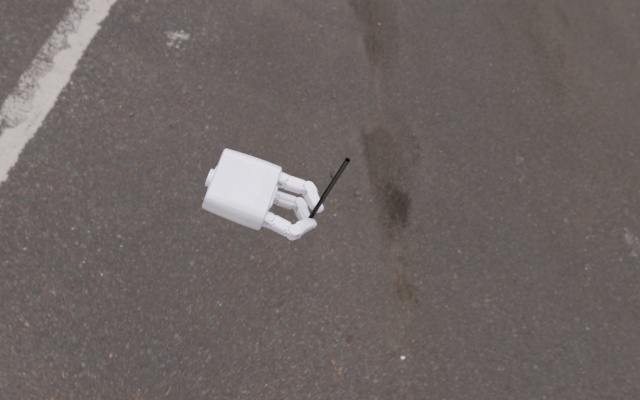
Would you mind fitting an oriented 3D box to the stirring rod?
[{"bbox_3d":[0.000,0.003,0.807,0.011,0.011,0.240,0,-32,-23],"label":"stirring rod"}]
